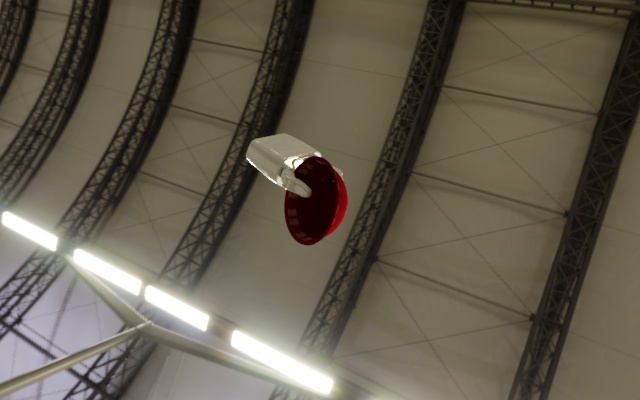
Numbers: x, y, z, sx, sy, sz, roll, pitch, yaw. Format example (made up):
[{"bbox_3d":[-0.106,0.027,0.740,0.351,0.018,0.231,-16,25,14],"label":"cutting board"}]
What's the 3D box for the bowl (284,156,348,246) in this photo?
[{"bbox_3d":[0.001,0.004,0.872,0.055,0.162,0.162,9,-5,-37],"label":"bowl"}]
